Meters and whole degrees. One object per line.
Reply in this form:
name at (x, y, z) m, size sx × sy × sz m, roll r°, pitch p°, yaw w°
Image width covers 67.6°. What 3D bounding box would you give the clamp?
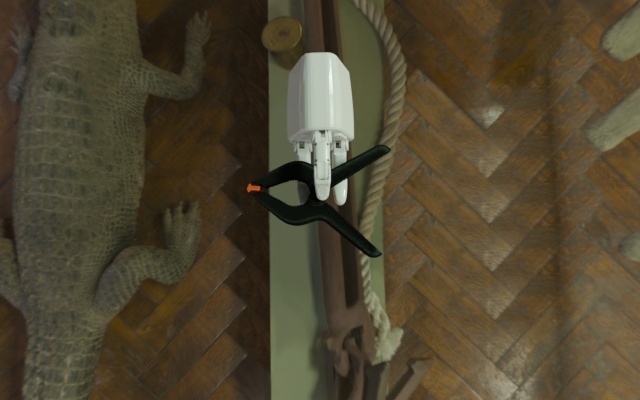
clamp at (0.000, 0.002, 0.693) m, size 0.210 × 0.164 × 0.036 m, roll -1°, pitch -6°, yaw -1°
